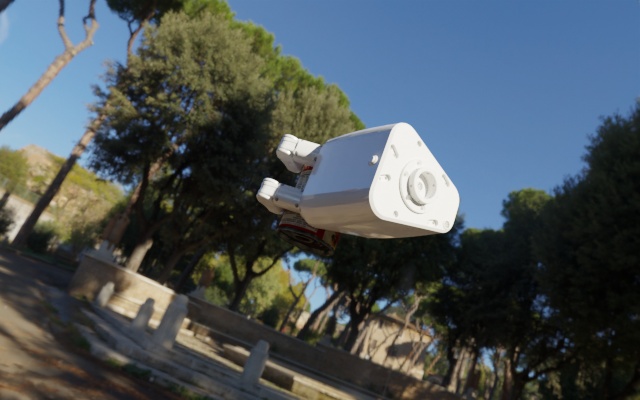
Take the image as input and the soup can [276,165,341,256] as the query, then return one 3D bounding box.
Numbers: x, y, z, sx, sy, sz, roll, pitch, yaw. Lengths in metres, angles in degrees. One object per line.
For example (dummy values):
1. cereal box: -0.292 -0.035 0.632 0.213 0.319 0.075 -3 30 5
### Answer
1. soup can: 0.000 0.002 0.535 0.068 0.102 0.068 19 -19 7
